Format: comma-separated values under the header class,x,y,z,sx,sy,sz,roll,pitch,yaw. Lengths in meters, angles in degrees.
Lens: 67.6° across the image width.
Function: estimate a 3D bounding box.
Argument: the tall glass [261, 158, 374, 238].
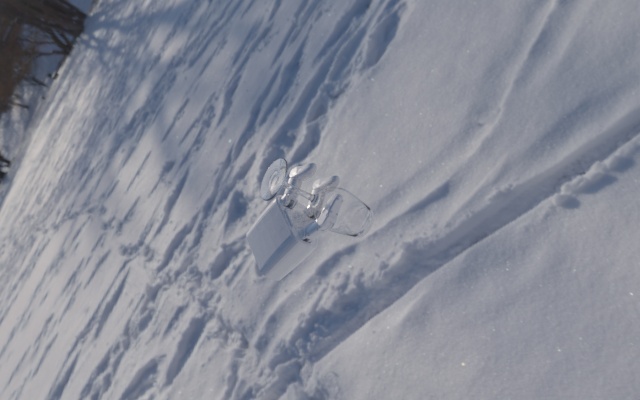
class,x,y,z,sx,sy,sz,roll,pitch,yaw
tall glass,0.000,0.002,0.819,0.201,0.079,0.079,26,-14,-32
